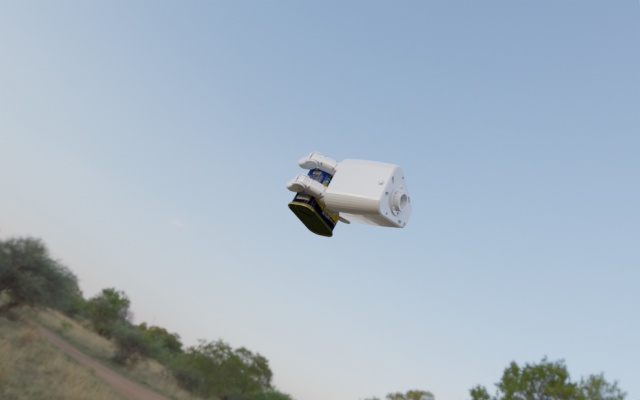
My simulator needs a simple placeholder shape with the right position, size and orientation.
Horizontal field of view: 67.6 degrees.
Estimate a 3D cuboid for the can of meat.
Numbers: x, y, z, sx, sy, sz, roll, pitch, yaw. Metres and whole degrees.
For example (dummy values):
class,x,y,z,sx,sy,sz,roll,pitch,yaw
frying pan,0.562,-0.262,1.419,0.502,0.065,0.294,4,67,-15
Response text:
class,x,y,z,sx,sy,sz,roll,pitch,yaw
can of meat,0.000,0.003,0.859,0.057,0.084,0.102,7,-32,40
